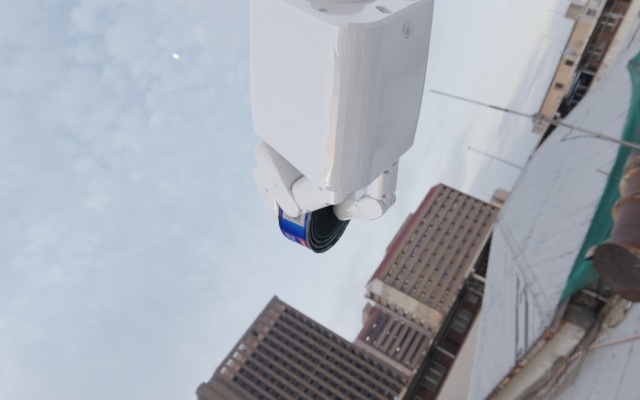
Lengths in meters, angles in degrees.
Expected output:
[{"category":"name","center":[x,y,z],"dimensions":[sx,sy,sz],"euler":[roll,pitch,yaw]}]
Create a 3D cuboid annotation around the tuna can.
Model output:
[{"category":"tuna can","center":[0.000,0.001,0.425],"dimensions":[0.033,0.086,0.086],"euler":[22,10,26]}]
